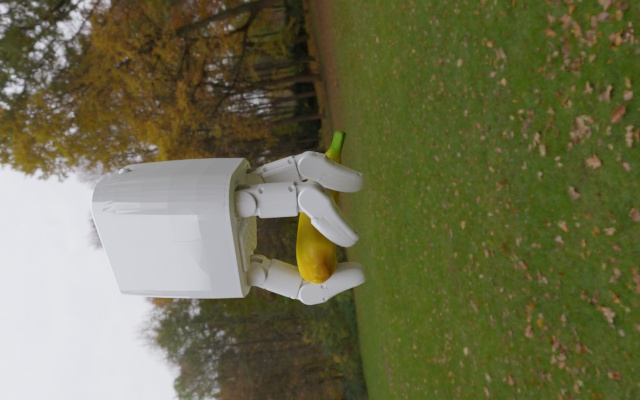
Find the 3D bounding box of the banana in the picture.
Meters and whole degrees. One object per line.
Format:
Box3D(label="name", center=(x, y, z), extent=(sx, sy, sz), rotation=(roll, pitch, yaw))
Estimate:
Box3D(label="banana", center=(-0.001, 0.013, 0.439), extent=(0.037, 0.070, 0.197), rotation=(6, 41, 0))
